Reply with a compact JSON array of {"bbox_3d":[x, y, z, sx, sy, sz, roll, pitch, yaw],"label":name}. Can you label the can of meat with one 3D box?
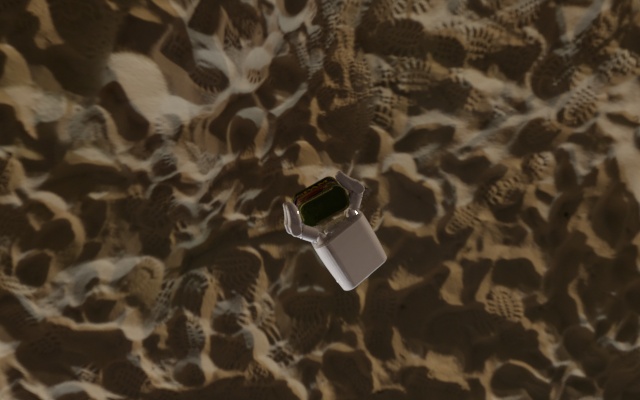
[{"bbox_3d":[0.000,0.003,0.899,0.102,0.057,0.084,-29,15,-3],"label":"can of meat"}]
